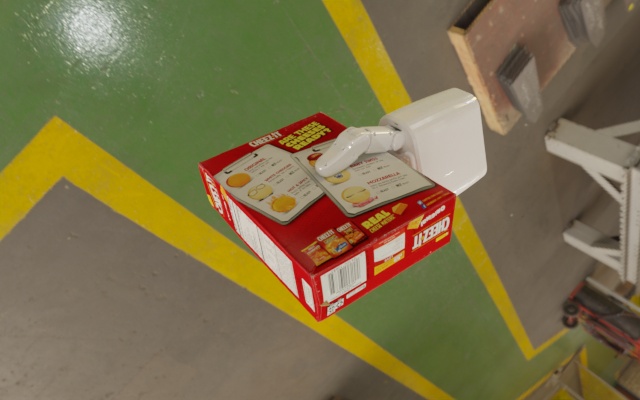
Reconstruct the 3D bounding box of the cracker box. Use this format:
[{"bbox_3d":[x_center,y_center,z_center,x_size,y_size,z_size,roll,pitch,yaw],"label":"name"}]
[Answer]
[{"bbox_3d":[0.000,0.002,0.487,0.164,0.072,0.213,-27,43,-25],"label":"cracker box"}]
